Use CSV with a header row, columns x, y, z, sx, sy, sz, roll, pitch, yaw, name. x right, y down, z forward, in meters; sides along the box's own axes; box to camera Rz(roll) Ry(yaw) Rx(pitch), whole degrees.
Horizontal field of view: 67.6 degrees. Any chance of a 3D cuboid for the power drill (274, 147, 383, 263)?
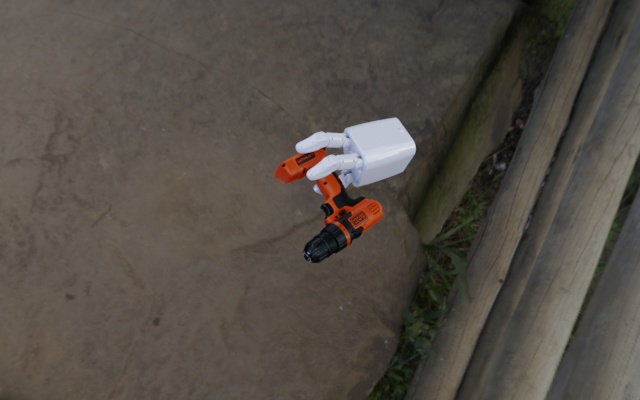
x,y,z,sx,sy,sz,roll,pitch,yaw,name
0.000,0.002,0.861,0.184,0.187,0.057,-32,-9,-34,power drill
